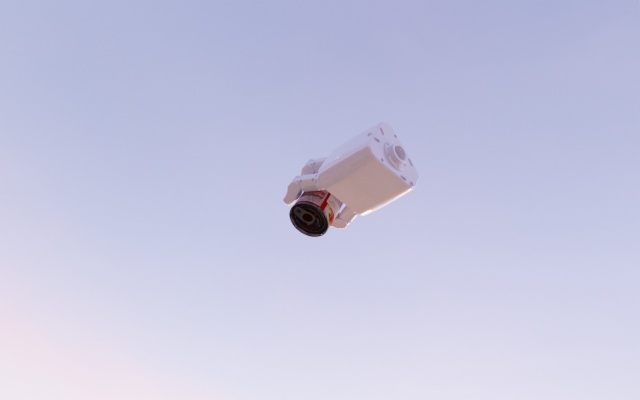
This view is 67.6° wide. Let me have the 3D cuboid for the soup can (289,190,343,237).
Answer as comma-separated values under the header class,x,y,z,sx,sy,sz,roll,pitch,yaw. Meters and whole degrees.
class,x,y,z,sx,sy,sz,roll,pitch,yaw
soup can,0.000,0.003,0.790,0.068,0.068,0.102,0,35,27
